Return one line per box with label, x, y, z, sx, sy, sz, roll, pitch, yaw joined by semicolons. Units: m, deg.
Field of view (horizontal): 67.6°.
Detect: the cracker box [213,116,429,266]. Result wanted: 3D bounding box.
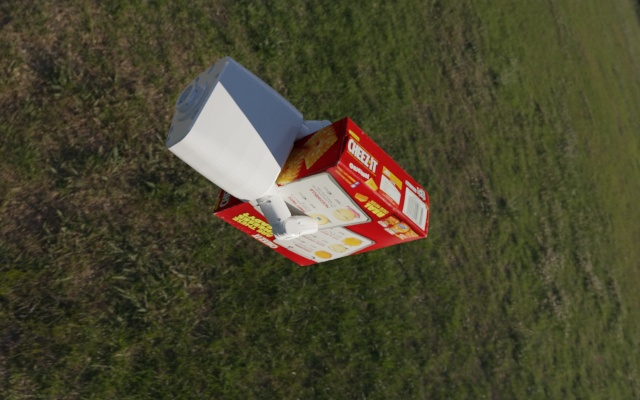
cracker box;0.000;0.002;0.591;0.214;0.072;0.164;-19;-43;41
